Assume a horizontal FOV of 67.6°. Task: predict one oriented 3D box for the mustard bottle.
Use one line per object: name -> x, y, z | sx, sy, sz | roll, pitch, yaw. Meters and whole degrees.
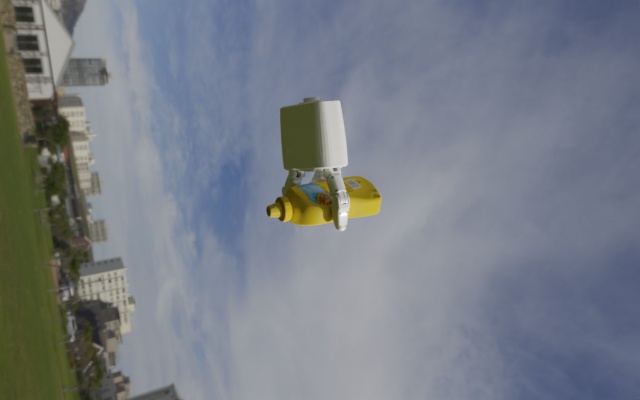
mustard bottle -> 0.000, 0.003, 0.803 | 0.191, 0.058, 0.096 | -10, 33, -28
